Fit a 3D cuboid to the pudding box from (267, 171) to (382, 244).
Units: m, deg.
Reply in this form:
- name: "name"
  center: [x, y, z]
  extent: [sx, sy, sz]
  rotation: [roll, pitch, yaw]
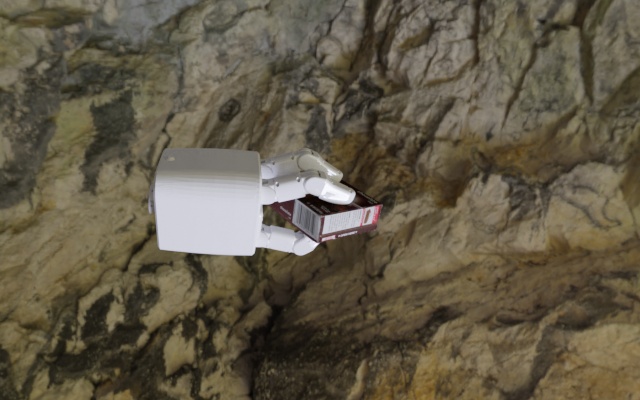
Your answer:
- name: "pudding box"
  center: [0.000, 0.002, 0.554]
  extent: [0.090, 0.039, 0.113]
  rotation: [-11, 33, -37]
